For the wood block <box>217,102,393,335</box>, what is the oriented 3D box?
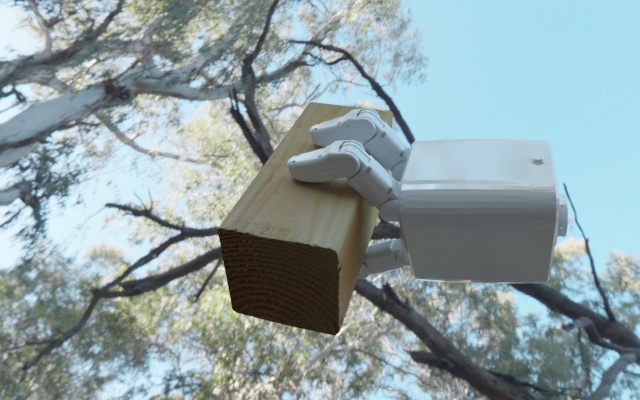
[{"bbox_3d":[0.000,0.002,0.420,0.090,0.091,0.206,9,38,14],"label":"wood block"}]
